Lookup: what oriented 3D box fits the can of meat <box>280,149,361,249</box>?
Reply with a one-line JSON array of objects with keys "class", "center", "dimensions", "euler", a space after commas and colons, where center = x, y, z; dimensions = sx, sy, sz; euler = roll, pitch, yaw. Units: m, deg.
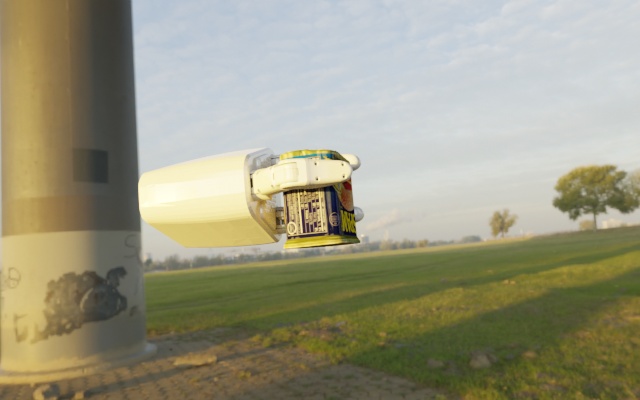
[{"class": "can of meat", "center": [0.000, 0.001, 0.450], "dimensions": [0.057, 0.084, 0.102], "euler": [-7, -7, 14]}]
